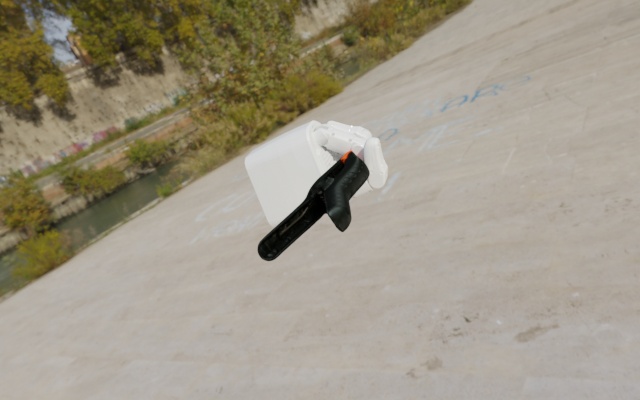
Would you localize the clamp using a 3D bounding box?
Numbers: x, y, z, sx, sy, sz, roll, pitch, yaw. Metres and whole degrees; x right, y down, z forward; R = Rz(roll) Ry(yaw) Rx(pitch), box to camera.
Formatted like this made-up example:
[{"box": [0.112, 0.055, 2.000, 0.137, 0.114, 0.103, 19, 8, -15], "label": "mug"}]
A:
[{"box": [0.000, 0.001, 0.520, 0.120, 0.039, 0.171, -22, 18, 29], "label": "clamp"}]
